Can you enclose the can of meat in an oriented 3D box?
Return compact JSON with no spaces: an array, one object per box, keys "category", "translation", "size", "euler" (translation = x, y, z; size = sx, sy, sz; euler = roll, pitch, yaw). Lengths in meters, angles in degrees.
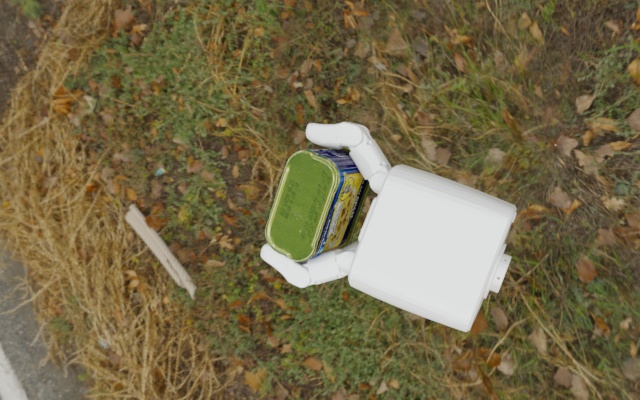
[{"category":"can of meat","translation":[0.000,0.001,0.445],"size":[0.057,0.102,0.084],"euler":[24,16,21]}]
